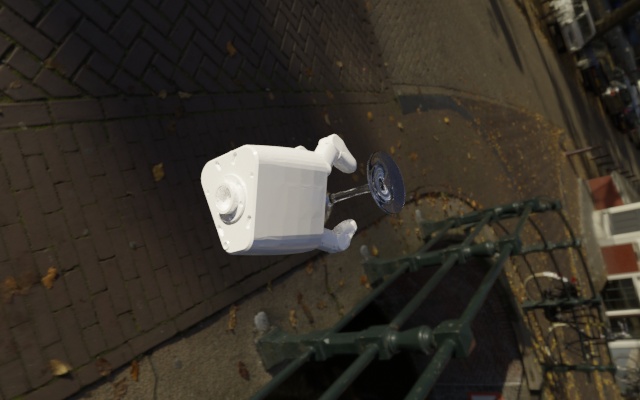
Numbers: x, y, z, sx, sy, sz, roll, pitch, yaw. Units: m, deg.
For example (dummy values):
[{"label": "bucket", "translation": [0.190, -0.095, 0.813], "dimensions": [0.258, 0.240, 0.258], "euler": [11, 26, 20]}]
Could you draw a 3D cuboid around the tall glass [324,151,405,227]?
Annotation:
[{"label": "tall glass", "translation": [0.001, 0.002, 0.598], "dimensions": [0.201, 0.079, 0.079], "euler": [-17, -11, 38]}]
